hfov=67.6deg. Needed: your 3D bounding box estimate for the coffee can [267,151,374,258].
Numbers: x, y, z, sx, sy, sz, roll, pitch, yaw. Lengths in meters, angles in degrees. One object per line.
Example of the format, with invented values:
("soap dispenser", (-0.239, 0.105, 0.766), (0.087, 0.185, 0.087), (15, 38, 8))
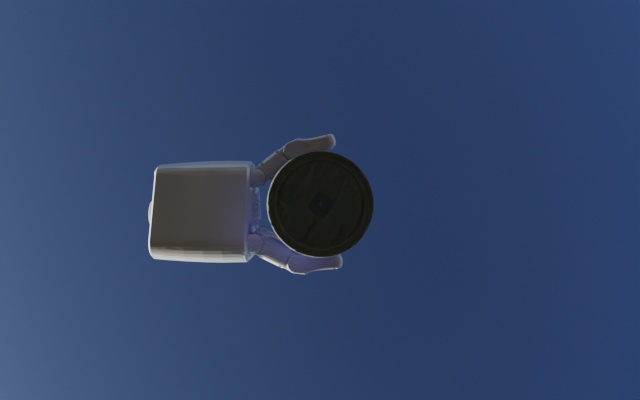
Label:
("coffee can", (0.000, 0.002, 0.525), (0.103, 0.103, 0.140), (0, 2, 0))
